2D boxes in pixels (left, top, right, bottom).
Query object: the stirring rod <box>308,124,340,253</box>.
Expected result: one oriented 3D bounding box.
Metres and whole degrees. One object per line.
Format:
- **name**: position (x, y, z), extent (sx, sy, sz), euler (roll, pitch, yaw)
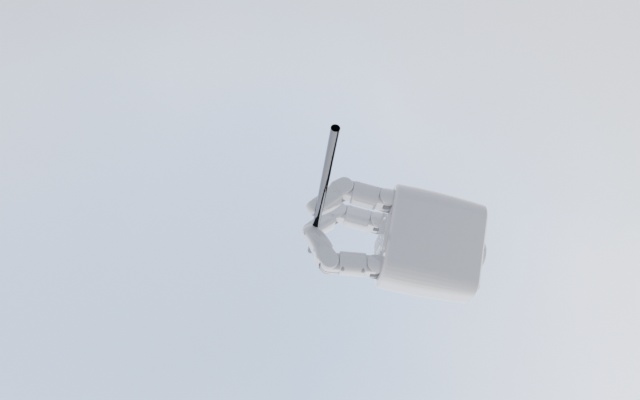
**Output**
- **stirring rod**: position (0.000, 0.002, 0.492), extent (0.011, 0.011, 0.240), euler (0, -30, -7)
